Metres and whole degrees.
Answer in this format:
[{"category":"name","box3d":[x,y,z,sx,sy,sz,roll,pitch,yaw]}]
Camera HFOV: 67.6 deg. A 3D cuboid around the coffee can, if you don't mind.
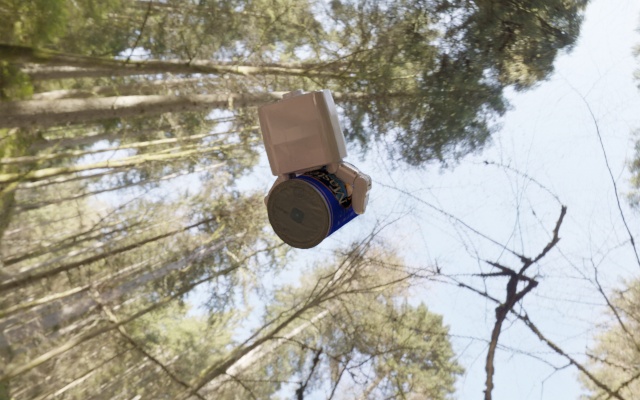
[{"category":"coffee can","box3d":[0.000,0.003,0.727,0.103,0.103,0.140,0,16,30]}]
